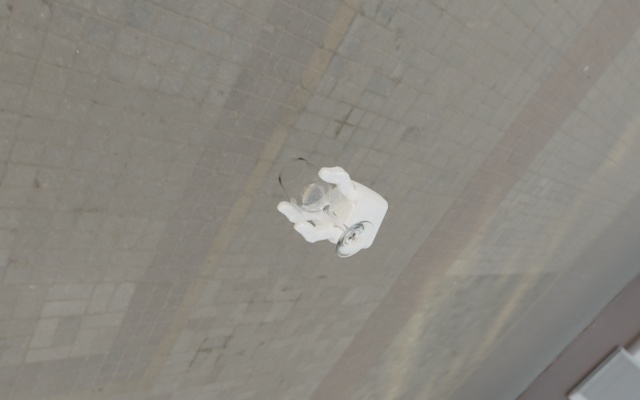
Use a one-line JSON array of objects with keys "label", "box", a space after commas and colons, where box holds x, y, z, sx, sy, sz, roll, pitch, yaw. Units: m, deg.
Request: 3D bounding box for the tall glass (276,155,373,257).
[{"label": "tall glass", "box": [0.000, 0.003, 0.813, 0.079, 0.079, 0.201, 0, 37, -43]}]
